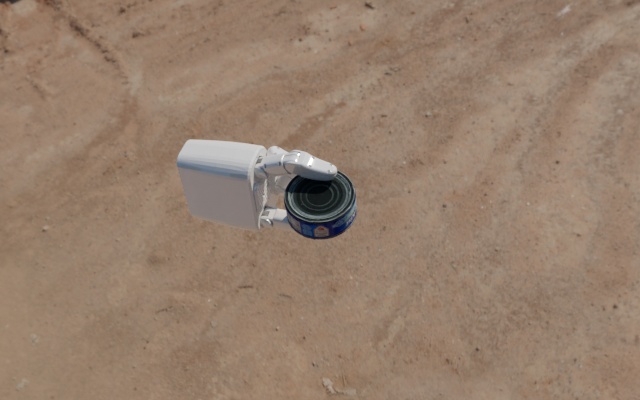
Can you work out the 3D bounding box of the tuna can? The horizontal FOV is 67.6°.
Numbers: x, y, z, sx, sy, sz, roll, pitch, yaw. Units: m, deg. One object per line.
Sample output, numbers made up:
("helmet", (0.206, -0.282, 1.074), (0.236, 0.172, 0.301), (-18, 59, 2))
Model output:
("tuna can", (0.000, 0.001, 0.564), (0.086, 0.086, 0.034), (0, -38, 6))
